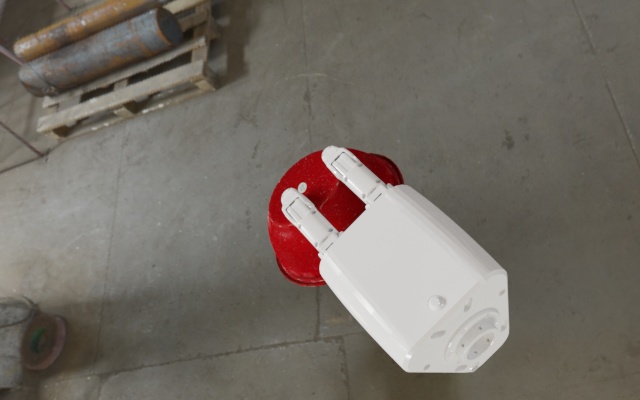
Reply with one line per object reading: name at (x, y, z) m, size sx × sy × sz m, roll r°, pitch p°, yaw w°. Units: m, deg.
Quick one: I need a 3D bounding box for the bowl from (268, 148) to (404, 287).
bowl at (-0.001, 0.001, 0.478) m, size 0.162 × 0.162 × 0.055 m, roll 0°, pitch -34°, yaw 47°
